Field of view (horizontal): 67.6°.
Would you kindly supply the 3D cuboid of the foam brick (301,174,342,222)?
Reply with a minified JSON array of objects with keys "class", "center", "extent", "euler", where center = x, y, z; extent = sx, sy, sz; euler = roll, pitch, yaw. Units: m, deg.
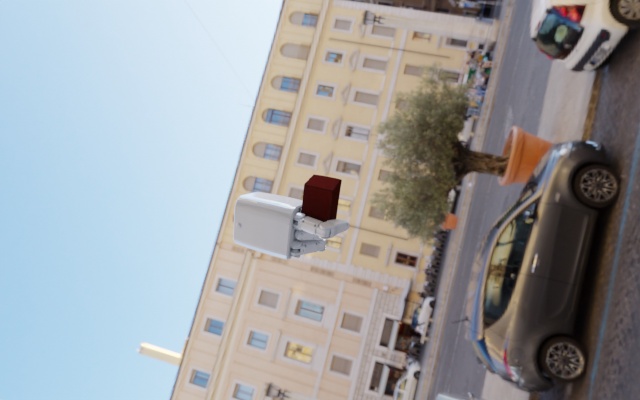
[{"class":"foam brick","center":[0.000,0.002,0.807],"extent":[0.051,0.078,0.053],"euler":[14,26,14]}]
